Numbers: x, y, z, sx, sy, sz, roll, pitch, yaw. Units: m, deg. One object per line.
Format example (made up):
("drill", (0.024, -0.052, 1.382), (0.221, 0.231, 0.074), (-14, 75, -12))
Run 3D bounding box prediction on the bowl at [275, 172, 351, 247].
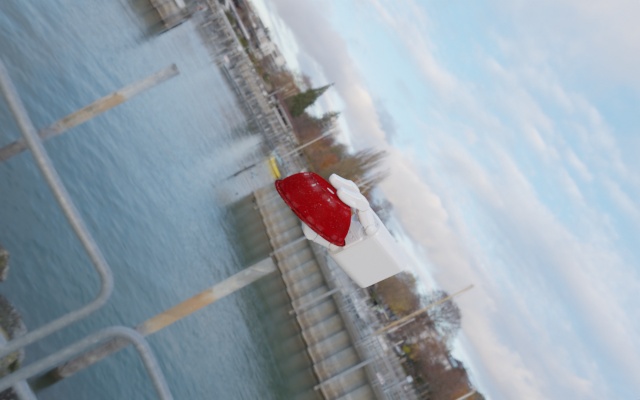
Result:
("bowl", (0.000, 0.002, 0.804), (0.162, 0.055, 0.162), (41, 11, -10))
